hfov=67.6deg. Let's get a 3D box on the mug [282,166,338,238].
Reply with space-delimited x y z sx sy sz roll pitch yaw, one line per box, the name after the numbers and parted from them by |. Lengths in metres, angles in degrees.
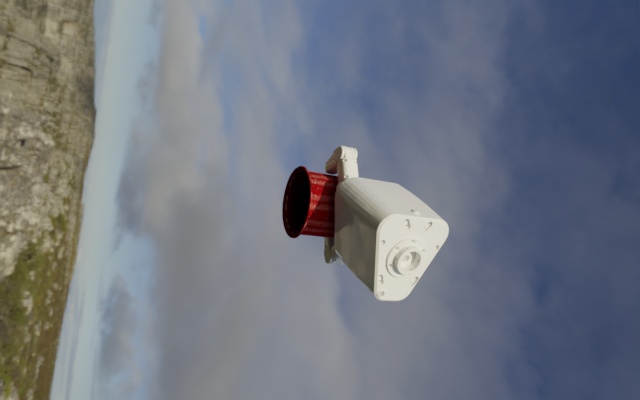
0.000 0.002 0.637 0.081 0.093 0.117 8 19 -25 | mug
